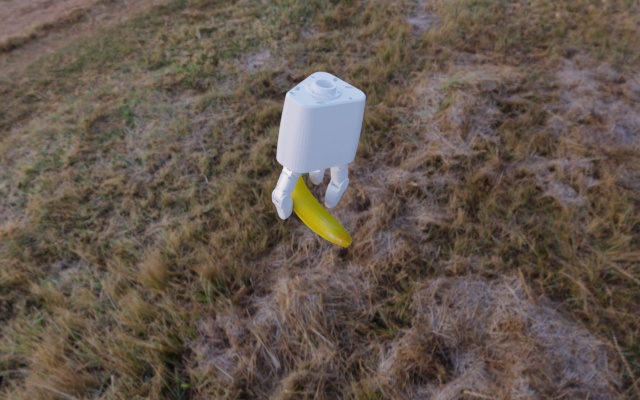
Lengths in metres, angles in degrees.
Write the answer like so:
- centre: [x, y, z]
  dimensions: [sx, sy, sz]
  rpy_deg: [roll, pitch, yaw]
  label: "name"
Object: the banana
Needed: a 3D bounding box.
- centre: [-0.017, 0.000, 0.746]
  dimensions: [0.069, 0.037, 0.197]
  rpy_deg: [0, 38, -29]
  label: "banana"
